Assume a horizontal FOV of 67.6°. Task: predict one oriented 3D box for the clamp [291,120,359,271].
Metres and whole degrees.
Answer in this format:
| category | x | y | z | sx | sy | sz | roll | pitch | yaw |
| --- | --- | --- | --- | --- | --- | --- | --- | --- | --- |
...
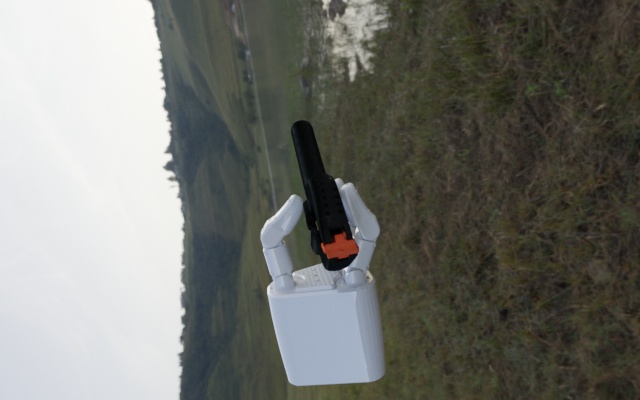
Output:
| category | x | y | z | sx | sy | sz | roll | pitch | yaw |
| --- | --- | --- | --- | --- | --- | --- | --- | --- | --- |
| clamp | -0.001 | 0.002 | 0.481 | 0.036 | 0.164 | 0.210 | -12 | 11 | -5 |
